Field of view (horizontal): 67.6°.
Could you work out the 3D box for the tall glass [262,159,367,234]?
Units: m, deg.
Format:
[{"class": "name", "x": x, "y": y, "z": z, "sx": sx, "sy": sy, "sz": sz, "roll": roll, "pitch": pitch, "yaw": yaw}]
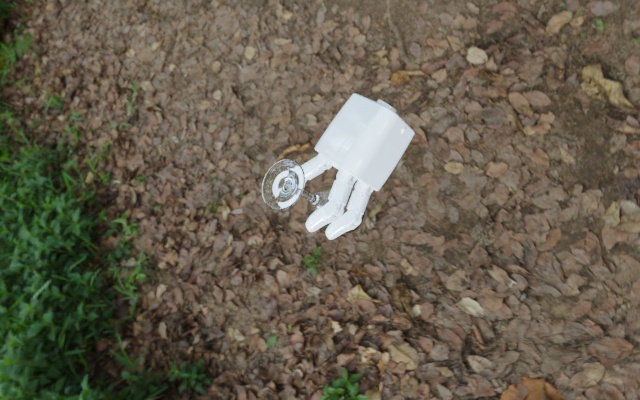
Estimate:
[{"class": "tall glass", "x": 0.000, "y": 0.002, "z": 0.746, "sx": 0.079, "sy": 0.079, "sz": 0.201, "roll": 0, "pitch": -15, "yaw": 33}]
